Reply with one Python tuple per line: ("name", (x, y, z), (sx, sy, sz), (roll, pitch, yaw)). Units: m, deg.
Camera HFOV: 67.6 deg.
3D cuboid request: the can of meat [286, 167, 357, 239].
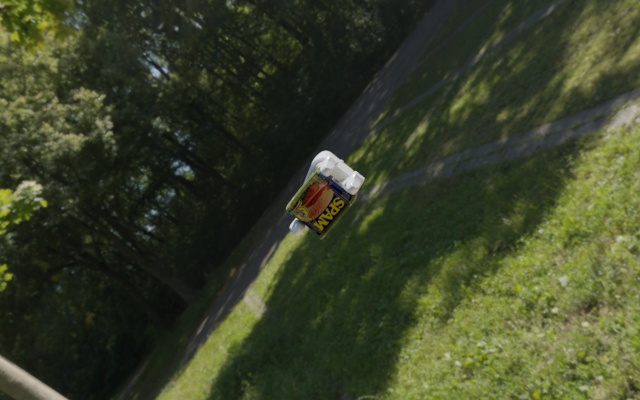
("can of meat", (0.000, 0.003, 0.844), (0.084, 0.102, 0.057), (38, 18, -6))
